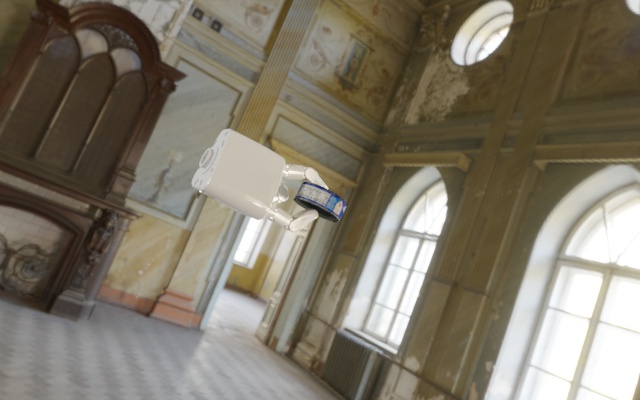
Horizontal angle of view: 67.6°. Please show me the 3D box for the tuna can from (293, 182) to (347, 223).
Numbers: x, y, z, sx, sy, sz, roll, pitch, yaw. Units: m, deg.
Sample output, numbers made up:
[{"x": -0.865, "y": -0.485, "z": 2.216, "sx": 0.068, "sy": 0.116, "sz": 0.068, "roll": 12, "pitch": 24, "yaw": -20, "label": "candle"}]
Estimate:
[{"x": 0.000, "y": 0.002, "z": 0.797, "sx": 0.086, "sy": 0.033, "sz": 0.086, "roll": 26, "pitch": -11, "yaw": 5, "label": "tuna can"}]
